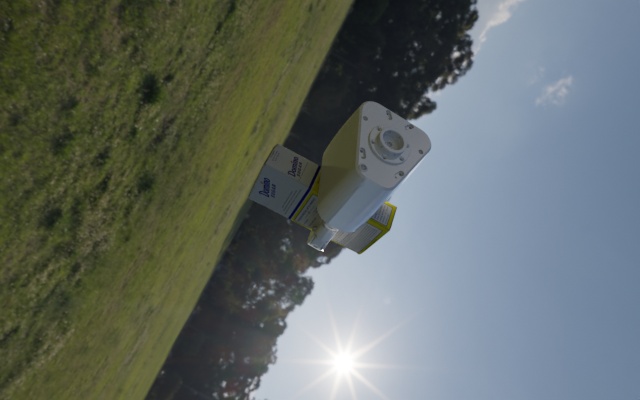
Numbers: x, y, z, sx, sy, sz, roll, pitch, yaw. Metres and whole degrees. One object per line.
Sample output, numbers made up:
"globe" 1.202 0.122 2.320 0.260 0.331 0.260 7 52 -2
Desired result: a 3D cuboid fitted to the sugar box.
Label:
"sugar box" 0.000 0.002 0.627 0.176 0.048 0.093 30 -35 -6
